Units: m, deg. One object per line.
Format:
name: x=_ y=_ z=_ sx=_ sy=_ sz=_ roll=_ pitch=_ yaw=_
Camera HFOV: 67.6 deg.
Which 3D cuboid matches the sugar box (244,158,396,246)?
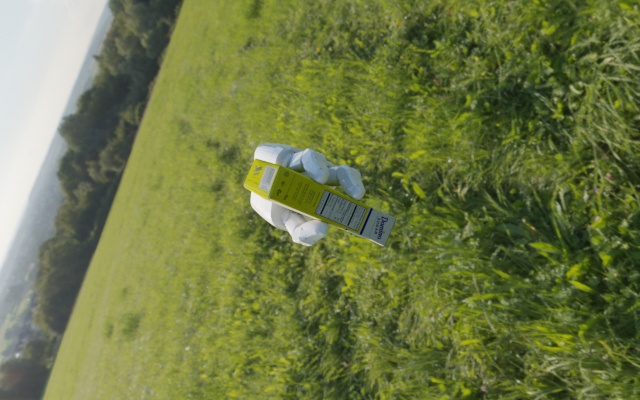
sugar box: x=0.000 y=0.001 z=0.606 sx=0.176 sy=0.048 sz=0.093 roll=21 pitch=1 yaw=-28
